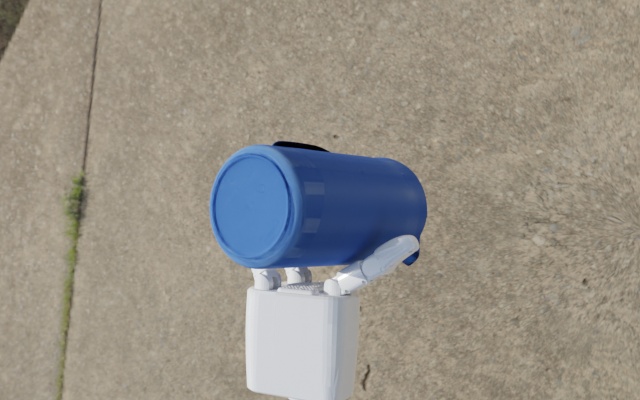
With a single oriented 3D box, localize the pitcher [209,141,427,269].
[{"bbox_3d":[0.000,0.002,0.507,0.149,0.145,0.243,2,-1,34],"label":"pitcher"}]
